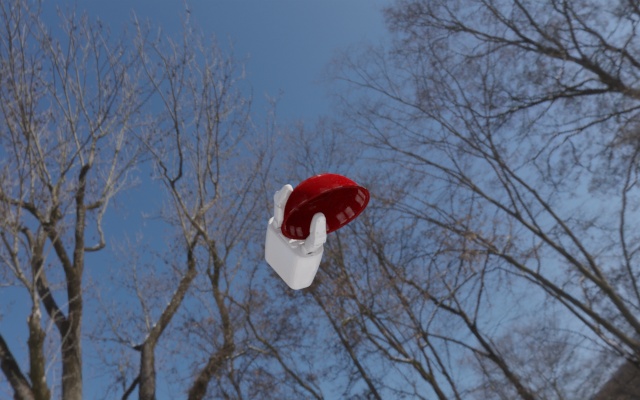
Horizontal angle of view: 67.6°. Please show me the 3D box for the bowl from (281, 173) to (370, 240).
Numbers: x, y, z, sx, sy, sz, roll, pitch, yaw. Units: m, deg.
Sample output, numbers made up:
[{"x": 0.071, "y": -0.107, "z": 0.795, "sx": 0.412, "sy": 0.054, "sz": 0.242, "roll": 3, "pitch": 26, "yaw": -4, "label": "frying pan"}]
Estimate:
[{"x": 0.001, "y": 0.002, "z": 0.812, "sx": 0.162, "sy": 0.055, "sz": 0.162, "roll": -19, "pitch": -26, "yaw": -10, "label": "bowl"}]
